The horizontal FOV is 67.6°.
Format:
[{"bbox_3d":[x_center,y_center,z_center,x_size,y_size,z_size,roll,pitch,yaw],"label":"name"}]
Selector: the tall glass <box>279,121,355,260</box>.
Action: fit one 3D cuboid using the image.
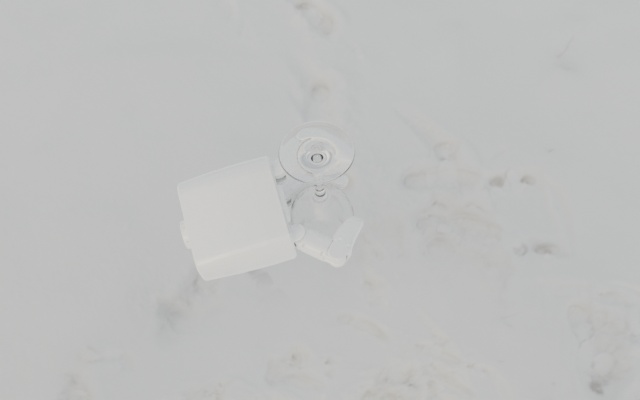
[{"bbox_3d":[0.000,0.001,0.546,0.079,0.079,0.201,0,-30,3],"label":"tall glass"}]
